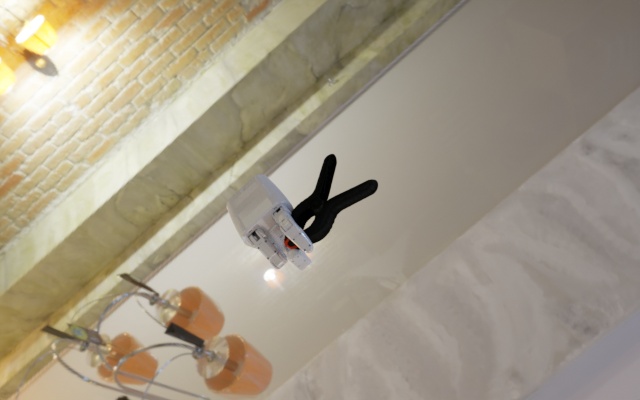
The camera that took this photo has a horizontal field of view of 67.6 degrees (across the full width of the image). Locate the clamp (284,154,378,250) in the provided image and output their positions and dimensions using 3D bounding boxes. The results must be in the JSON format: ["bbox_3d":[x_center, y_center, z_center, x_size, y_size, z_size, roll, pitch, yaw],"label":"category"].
[{"bbox_3d":[0.000,0.003,0.763,0.039,0.171,0.120,46,2,-41],"label":"clamp"}]
